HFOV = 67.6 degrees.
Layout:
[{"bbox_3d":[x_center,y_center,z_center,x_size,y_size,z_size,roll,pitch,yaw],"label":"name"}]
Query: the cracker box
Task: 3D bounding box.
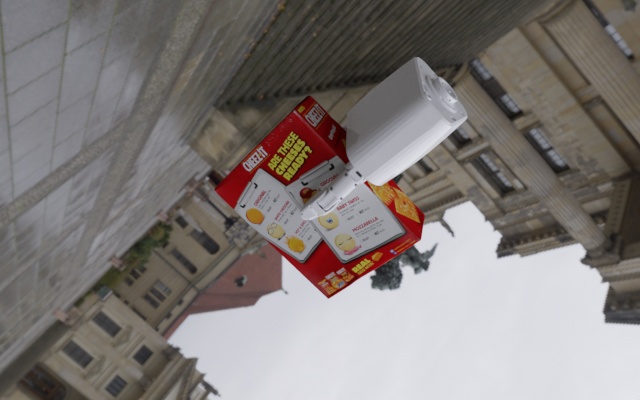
[{"bbox_3d":[0.000,0.002,0.608,0.164,0.214,0.072,-39,12,31],"label":"cracker box"}]
